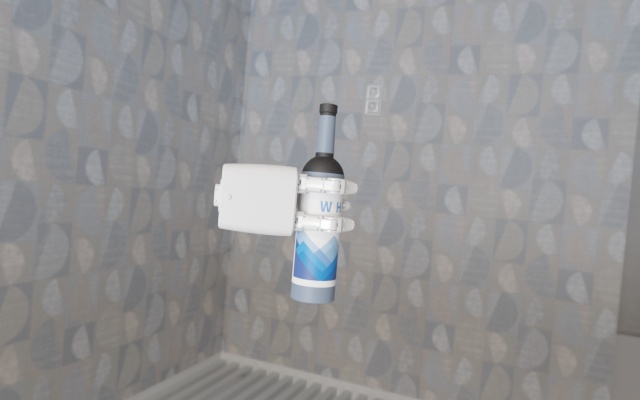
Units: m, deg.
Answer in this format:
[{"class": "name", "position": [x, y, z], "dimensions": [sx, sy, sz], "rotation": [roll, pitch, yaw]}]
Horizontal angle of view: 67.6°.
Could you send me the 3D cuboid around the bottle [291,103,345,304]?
[{"class": "bottle", "position": [0.000, 0.003, 0.723], "dimensions": [0.069, 0.295, 0.069], "rotation": [5, 1, 0]}]
